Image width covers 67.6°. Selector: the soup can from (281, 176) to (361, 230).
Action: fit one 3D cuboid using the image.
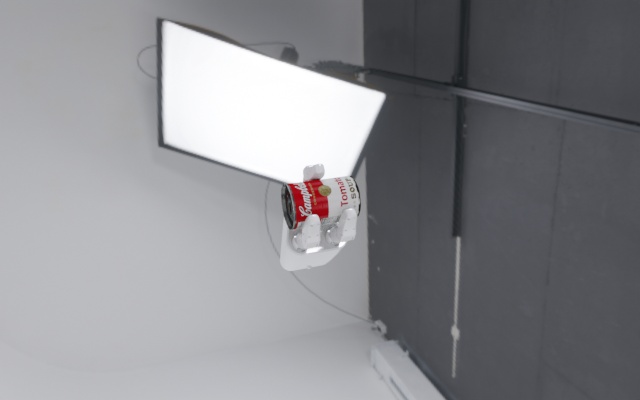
[{"bbox_3d":[0.000,0.002,0.699,0.102,0.068,0.068,-8,2,-17],"label":"soup can"}]
